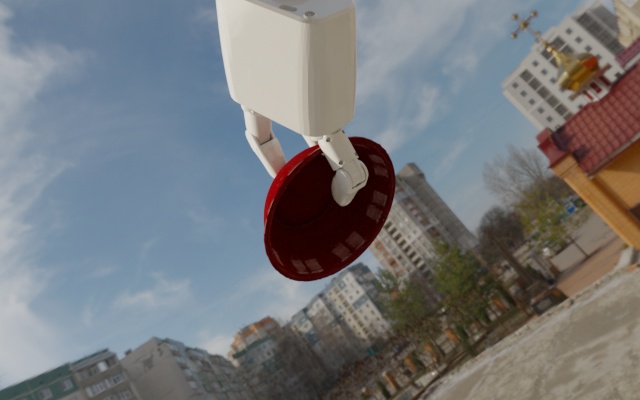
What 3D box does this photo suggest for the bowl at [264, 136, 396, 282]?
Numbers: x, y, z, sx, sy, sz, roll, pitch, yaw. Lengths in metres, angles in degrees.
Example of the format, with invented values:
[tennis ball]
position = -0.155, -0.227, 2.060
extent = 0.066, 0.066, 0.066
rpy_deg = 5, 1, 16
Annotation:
[bowl]
position = 0.000, 0.003, 0.493
extent = 0.162, 0.162, 0.055
rpy_deg = 0, 26, -40
